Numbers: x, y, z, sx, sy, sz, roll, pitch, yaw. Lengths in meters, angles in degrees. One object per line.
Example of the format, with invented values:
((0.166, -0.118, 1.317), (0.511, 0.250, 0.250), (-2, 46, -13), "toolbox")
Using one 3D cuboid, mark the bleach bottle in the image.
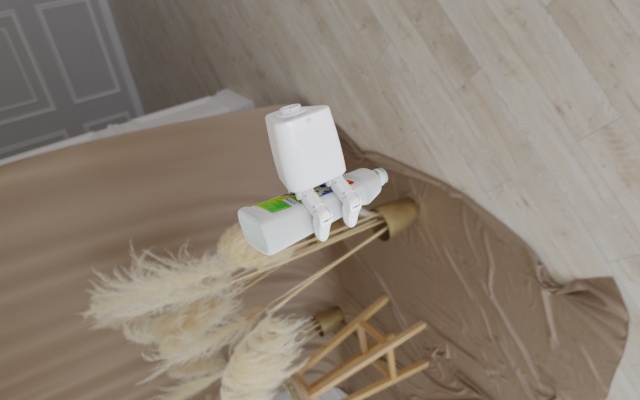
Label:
((0.000, 0.003, 0.775), (0.251, 0.068, 0.102), (-25, 23, -26), "bleach bottle")
